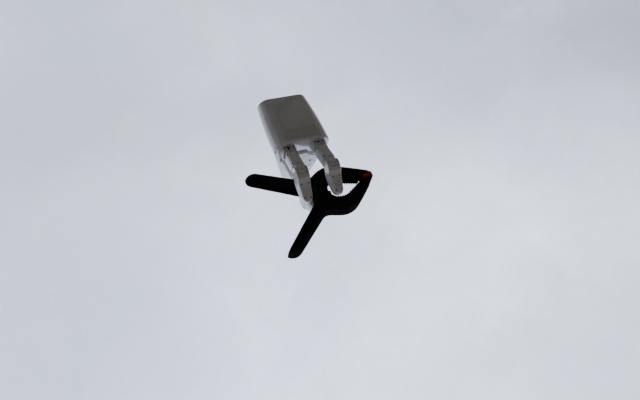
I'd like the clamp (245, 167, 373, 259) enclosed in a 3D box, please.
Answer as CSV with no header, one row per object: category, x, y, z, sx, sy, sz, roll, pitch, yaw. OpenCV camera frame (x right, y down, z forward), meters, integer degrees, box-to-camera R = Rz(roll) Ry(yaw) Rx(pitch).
clamp,0.000,0.003,0.785,0.210,0.164,0.036,-15,-29,-20
